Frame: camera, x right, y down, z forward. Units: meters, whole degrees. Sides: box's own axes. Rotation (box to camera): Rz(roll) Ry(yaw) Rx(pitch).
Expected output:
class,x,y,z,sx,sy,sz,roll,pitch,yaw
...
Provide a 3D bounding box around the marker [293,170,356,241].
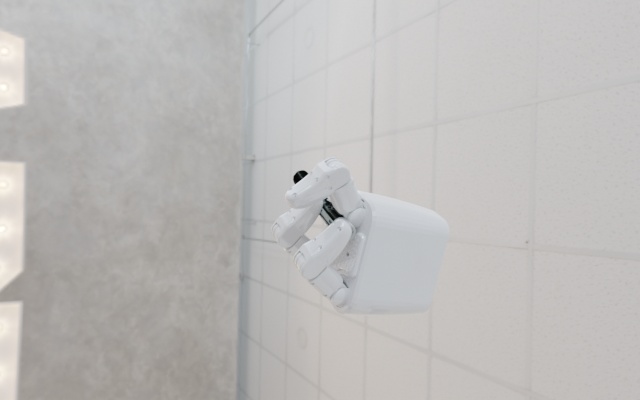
class,x,y,z,sx,sy,sz,roll,pitch,yaw
marker,0.000,0.002,0.478,0.020,0.020,0.121,0,29,-27
